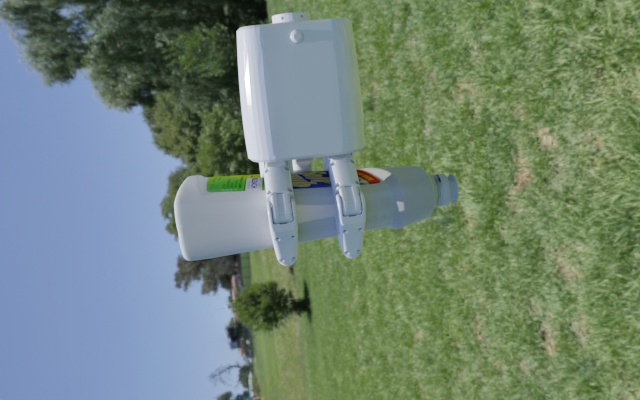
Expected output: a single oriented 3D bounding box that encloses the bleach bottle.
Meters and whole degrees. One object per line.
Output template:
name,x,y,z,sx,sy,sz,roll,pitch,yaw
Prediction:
bleach bottle,0.000,0.002,0.449,0.251,0.068,0.102,-7,16,-5
